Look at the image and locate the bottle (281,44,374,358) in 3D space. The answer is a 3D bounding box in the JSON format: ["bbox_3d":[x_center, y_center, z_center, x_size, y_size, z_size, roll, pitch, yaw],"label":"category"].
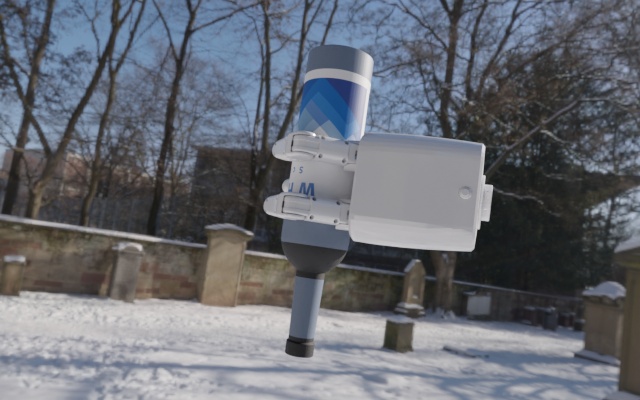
[{"bbox_3d":[0.000,0.001,0.468,0.069,0.295,0.069,8,-6,1],"label":"bottle"}]
